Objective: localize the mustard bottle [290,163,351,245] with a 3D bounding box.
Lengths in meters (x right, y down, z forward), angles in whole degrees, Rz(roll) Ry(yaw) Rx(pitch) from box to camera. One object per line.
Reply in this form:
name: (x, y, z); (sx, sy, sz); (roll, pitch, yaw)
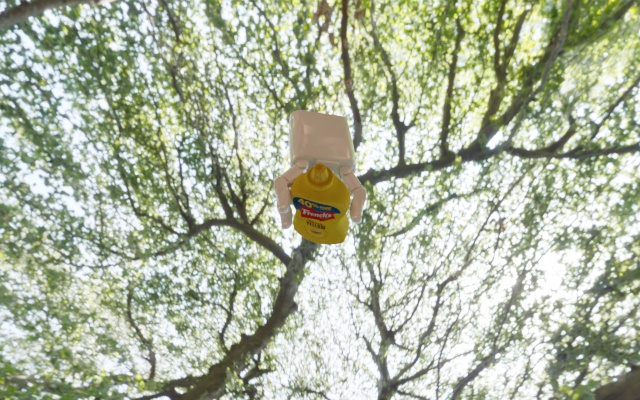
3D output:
mustard bottle: (0.000, 0.003, 0.768); (0.096, 0.058, 0.192); (17, -30, 11)
